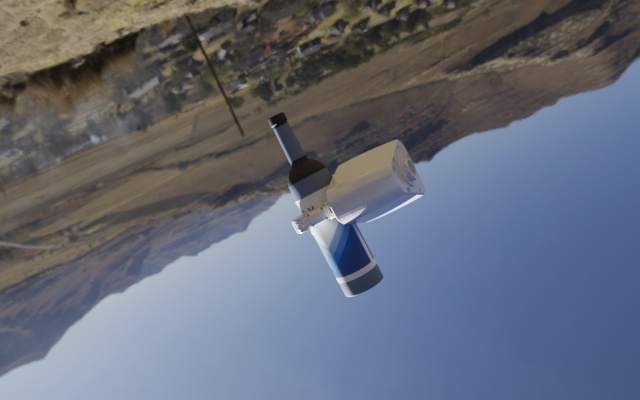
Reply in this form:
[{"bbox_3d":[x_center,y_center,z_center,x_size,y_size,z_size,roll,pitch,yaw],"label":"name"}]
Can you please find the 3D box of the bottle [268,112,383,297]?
[{"bbox_3d":[0.000,0.003,0.732,0.069,0.296,0.069,-27,4,2],"label":"bottle"}]
